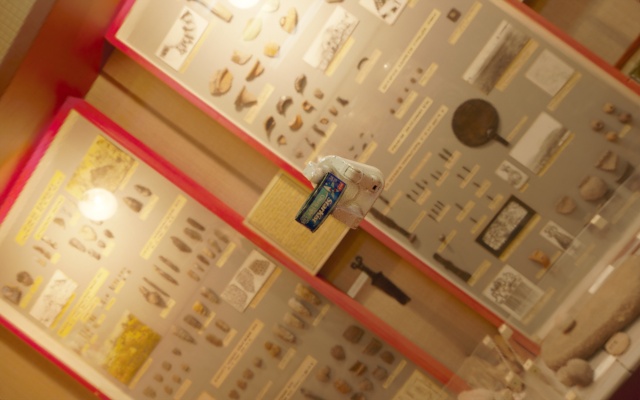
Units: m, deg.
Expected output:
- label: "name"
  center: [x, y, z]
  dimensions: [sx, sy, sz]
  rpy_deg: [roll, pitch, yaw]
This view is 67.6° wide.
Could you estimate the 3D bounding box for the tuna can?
- label: "tuna can"
  center: [0.000, 0.002, 0.677]
  dimensions: [0.034, 0.086, 0.086]
  rpy_deg: [35, -3, -4]
